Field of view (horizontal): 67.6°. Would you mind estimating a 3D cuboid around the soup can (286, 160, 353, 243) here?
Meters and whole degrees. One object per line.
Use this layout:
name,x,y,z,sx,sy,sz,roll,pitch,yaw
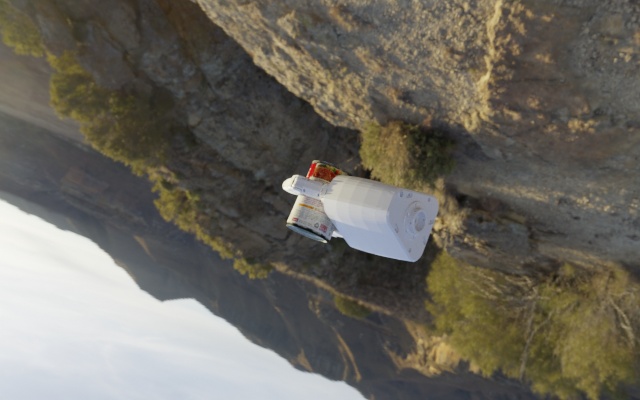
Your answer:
soup can,0.000,0.002,0.694,0.068,0.102,0.068,22,-11,4
